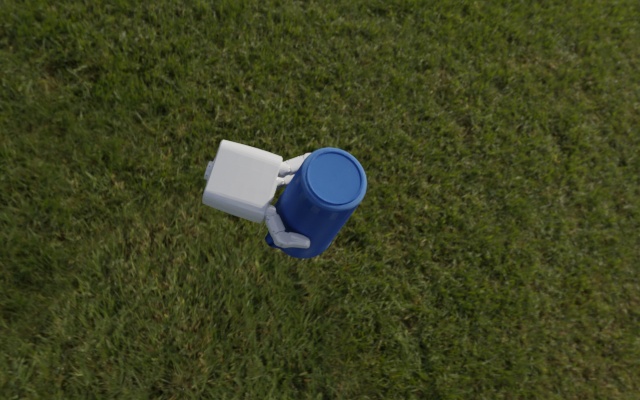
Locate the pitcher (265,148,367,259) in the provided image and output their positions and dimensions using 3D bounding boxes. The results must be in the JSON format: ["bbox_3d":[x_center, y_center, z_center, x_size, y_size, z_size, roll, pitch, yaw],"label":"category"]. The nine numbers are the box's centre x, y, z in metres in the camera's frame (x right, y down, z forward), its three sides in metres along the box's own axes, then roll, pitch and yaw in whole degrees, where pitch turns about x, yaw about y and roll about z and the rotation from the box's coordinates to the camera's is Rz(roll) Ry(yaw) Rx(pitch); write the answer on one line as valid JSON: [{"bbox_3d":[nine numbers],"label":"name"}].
[{"bbox_3d":[0.000,0.003,0.831,0.145,0.149,0.243,18,-25,-8],"label":"pitcher"}]
